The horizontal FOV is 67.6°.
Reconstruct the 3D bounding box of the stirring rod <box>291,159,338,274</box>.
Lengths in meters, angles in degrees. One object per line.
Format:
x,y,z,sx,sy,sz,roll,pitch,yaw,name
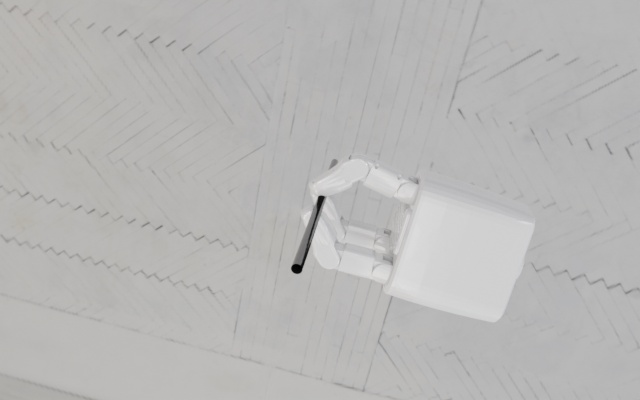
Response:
0.000,0.001,0.432,0.011,0.011,0.239,0,22,8,stirring rod
